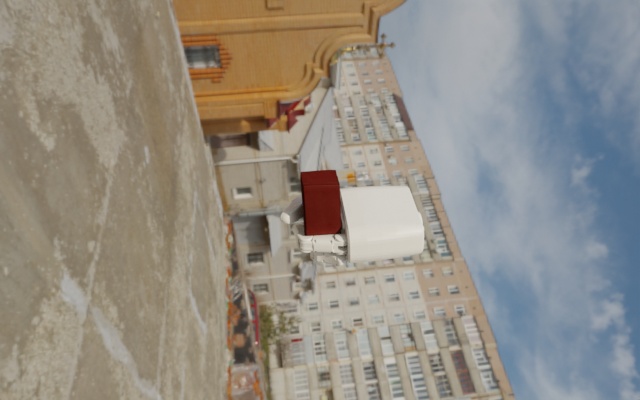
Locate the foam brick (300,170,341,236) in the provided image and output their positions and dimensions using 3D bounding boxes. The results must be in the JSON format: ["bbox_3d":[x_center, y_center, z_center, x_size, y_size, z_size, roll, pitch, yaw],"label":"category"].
[{"bbox_3d":[0.000,0.002,0.660,0.051,0.078,0.053,-4,26,-2],"label":"foam brick"}]
